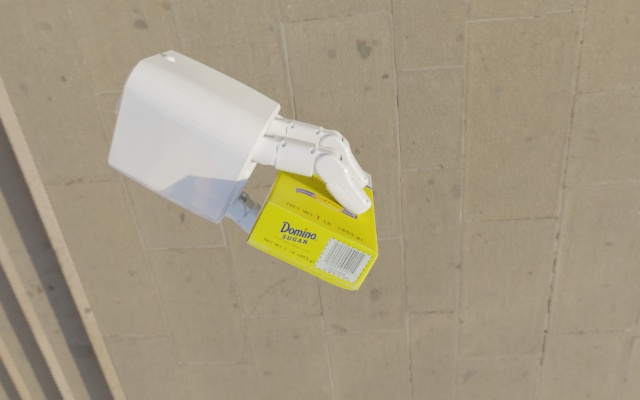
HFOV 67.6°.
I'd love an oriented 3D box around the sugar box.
[{"bbox_3d":[0.000,0.001,0.427,0.093,0.048,0.176,26,24,-8],"label":"sugar box"}]
